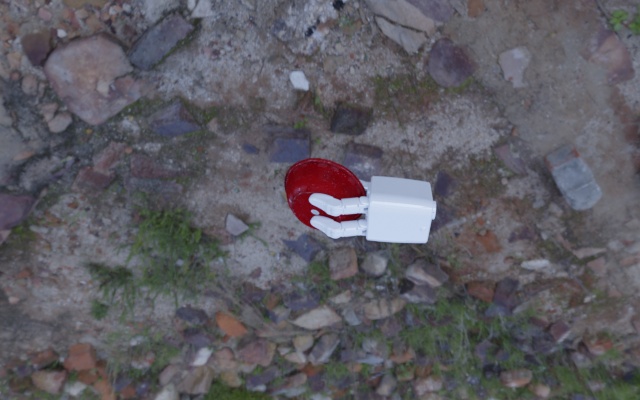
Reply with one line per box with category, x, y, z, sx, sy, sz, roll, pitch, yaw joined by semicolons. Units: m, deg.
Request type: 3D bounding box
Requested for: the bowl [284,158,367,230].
bowl;-0.001;0.003;0.869;0.162;0.162;0.055;0;40;25
